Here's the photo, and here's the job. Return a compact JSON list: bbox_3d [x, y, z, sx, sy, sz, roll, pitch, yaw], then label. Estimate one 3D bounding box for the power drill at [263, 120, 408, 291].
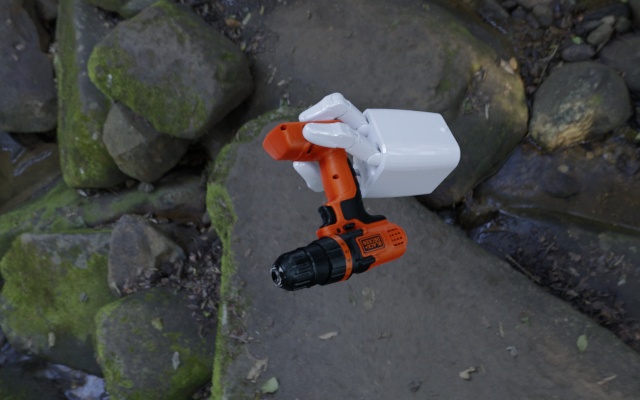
[{"bbox_3d":[0.000,0.001,0.550,0.184,0.187,0.057,-10,-17,-39],"label":"power drill"}]
